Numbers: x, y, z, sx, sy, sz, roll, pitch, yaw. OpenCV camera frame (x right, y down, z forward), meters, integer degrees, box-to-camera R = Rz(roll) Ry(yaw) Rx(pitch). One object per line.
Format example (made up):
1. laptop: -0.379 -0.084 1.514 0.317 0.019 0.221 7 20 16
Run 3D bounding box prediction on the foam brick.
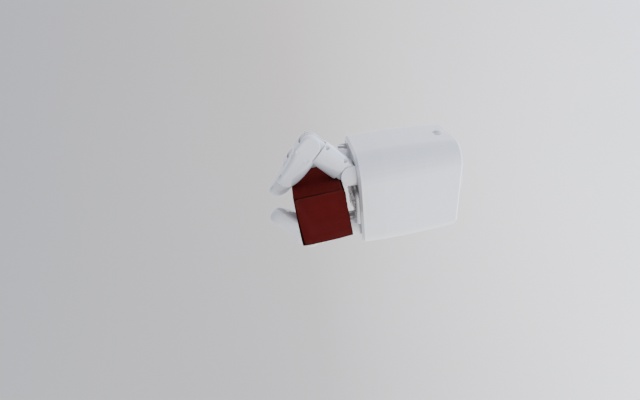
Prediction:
1. foam brick: 0.000 0.002 0.491 0.051 0.053 0.078 -11 25 0
